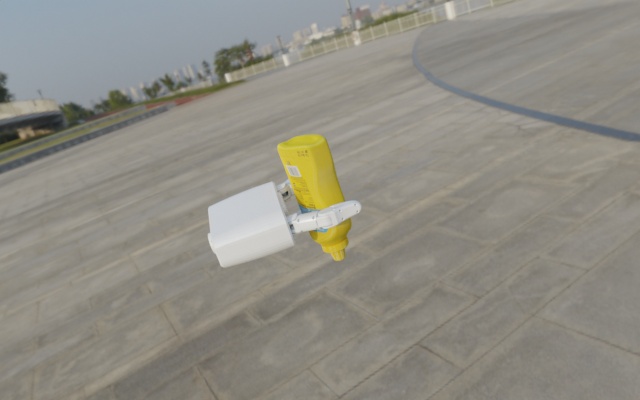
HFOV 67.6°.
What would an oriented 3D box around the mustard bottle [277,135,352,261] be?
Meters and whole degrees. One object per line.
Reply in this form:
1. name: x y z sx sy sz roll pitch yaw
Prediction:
1. mustard bottle: 0.000 0.002 0.694 0.058 0.192 0.096 -28 21 -27
